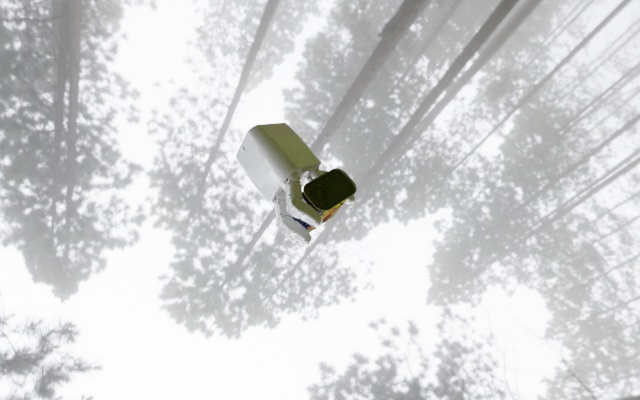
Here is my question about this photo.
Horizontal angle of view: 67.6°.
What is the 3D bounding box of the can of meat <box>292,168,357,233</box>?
[{"bbox_3d":[0.000,0.003,0.811,0.102,0.057,0.084,-31,-14,-41],"label":"can of meat"}]
